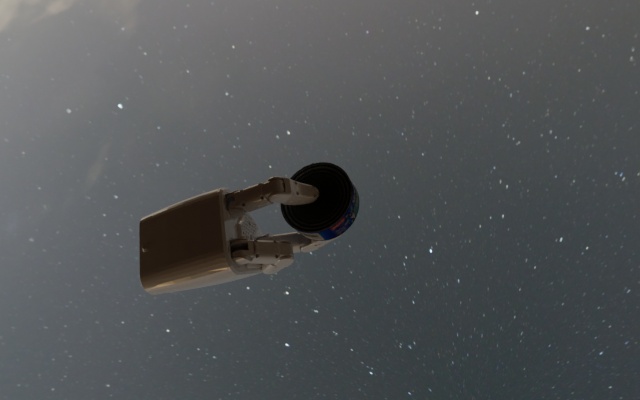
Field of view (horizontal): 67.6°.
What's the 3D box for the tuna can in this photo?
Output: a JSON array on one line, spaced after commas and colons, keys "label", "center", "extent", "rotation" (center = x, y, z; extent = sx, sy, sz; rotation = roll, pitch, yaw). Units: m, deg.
[{"label": "tuna can", "center": [0.000, 0.002, 0.542], "extent": [0.086, 0.086, 0.034], "rotation": [0, -24, 23]}]
